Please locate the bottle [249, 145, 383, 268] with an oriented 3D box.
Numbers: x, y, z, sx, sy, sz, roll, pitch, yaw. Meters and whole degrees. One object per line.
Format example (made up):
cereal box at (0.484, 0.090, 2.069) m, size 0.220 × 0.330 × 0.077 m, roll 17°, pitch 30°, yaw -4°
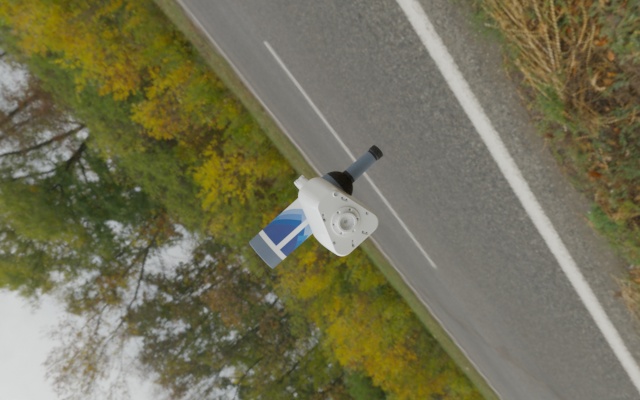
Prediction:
bottle at (0.000, 0.003, 0.889) m, size 0.295 × 0.069 × 0.069 m, roll -42°, pitch 4°, yaw -5°
